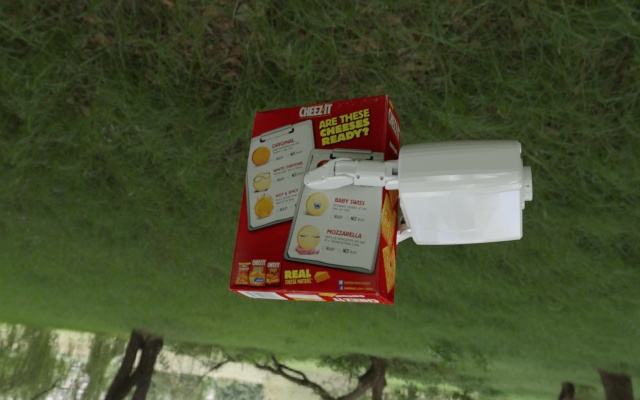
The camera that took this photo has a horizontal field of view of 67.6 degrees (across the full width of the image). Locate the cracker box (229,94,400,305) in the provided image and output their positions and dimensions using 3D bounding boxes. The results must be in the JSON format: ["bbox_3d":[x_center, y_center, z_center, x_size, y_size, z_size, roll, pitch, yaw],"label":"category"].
[{"bbox_3d":[0.000,0.002,0.526,0.164,0.213,0.072,-3,-21,22],"label":"cracker box"}]
